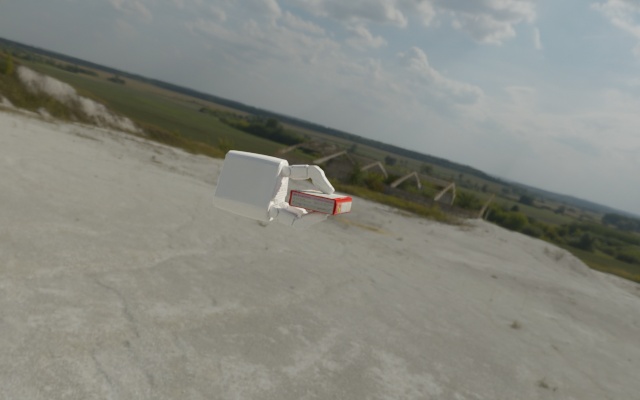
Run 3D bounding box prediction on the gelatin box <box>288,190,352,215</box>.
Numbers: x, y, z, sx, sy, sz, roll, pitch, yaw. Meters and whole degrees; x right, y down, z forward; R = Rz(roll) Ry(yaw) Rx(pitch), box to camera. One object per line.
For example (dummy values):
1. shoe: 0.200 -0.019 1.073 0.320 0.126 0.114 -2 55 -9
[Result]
1. gelatin box: 0.001 0.002 0.829 0.089 0.030 0.073 11 7 24
